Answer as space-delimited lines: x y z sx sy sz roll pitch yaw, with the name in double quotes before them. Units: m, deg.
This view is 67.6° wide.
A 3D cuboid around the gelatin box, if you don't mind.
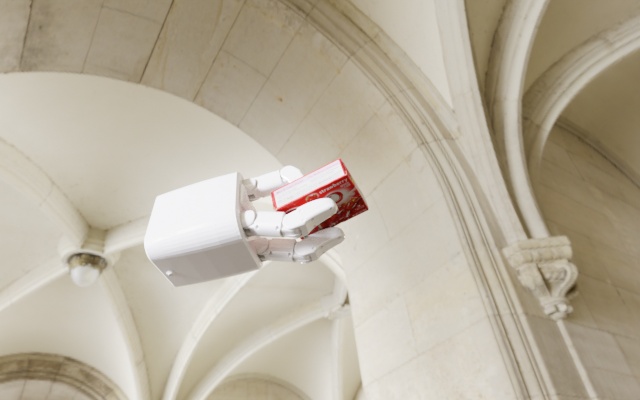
"gelatin box" 0.000 0.001 0.533 0.089 0.030 0.073 -26 -40 9
